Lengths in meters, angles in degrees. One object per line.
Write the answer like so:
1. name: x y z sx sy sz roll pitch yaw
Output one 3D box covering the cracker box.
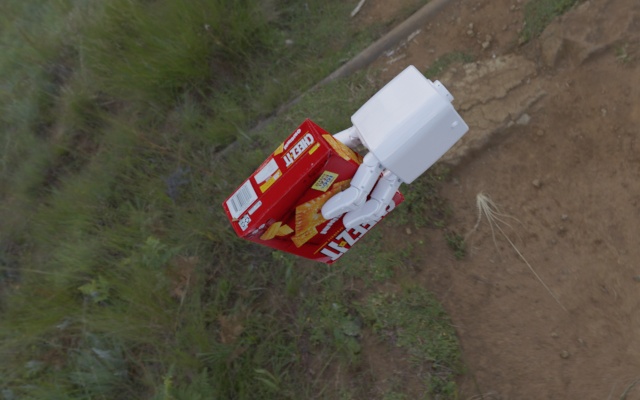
1. cracker box: 0.000 0.002 0.665 0.164 0.072 0.214 -43 -36 16
